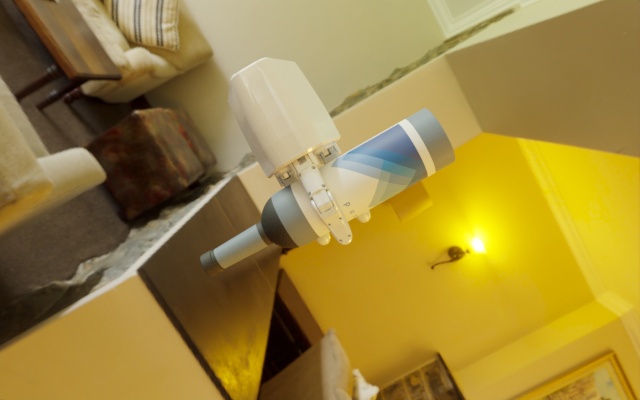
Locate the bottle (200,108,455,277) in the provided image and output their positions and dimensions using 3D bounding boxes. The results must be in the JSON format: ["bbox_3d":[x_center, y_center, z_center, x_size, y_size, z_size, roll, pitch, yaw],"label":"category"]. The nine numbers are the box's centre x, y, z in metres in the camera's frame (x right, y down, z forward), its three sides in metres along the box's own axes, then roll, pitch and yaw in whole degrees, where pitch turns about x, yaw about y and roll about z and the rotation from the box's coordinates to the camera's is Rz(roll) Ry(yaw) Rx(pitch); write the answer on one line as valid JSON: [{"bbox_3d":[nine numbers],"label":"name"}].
[{"bbox_3d":[0.000,0.002,0.525,0.296,0.069,0.069,-29,-3,4],"label":"bottle"}]
